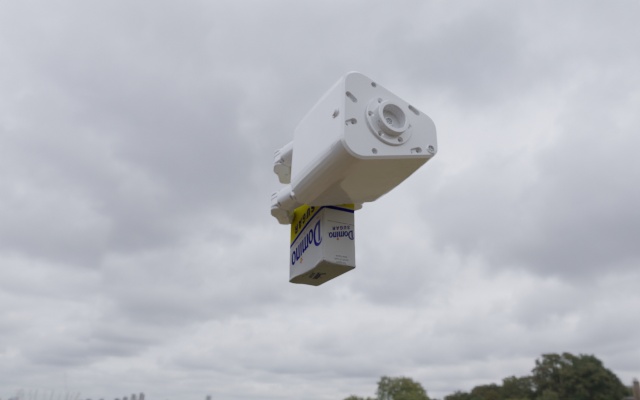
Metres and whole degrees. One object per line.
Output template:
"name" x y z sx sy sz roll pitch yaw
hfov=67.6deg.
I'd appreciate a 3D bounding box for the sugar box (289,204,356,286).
"sugar box" 0.000 0.002 0.550 0.048 0.176 0.093 13 -27 -22
